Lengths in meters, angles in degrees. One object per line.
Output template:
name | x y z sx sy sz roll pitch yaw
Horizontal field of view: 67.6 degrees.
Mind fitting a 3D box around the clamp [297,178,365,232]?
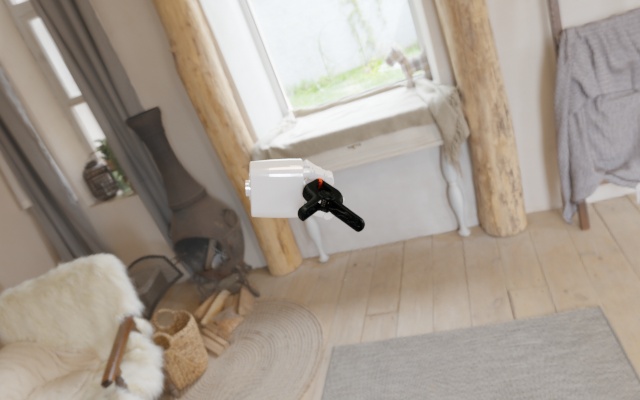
clamp | 0.000 0.002 0.873 0.120 0.039 0.171 14 19 -25
